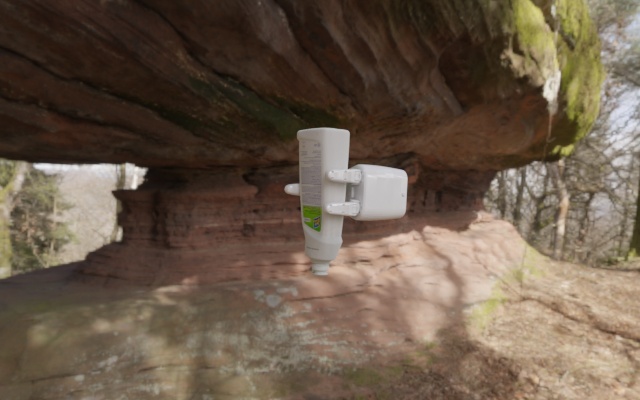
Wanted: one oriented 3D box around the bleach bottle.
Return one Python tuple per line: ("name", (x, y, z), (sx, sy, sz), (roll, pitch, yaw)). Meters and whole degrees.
("bleach bottle", (0.000, 0.003, 0.839), (0.068, 0.251, 0.102), (1, 3, -33))
